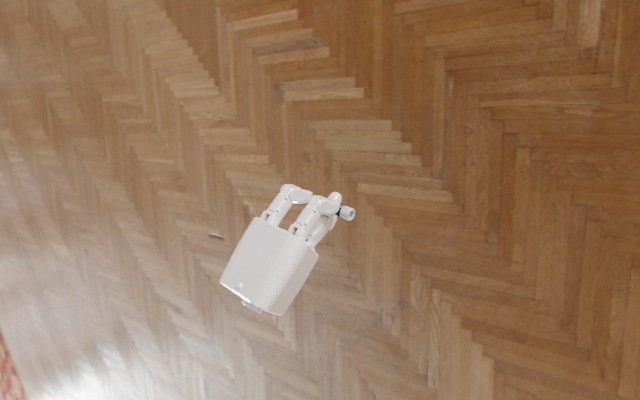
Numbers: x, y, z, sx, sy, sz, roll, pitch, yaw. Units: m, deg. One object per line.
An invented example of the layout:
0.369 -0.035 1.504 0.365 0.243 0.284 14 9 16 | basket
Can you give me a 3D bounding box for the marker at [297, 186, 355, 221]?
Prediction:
0.000 0.002 0.734 0.121 0.020 0.020 23 13 35 | marker
